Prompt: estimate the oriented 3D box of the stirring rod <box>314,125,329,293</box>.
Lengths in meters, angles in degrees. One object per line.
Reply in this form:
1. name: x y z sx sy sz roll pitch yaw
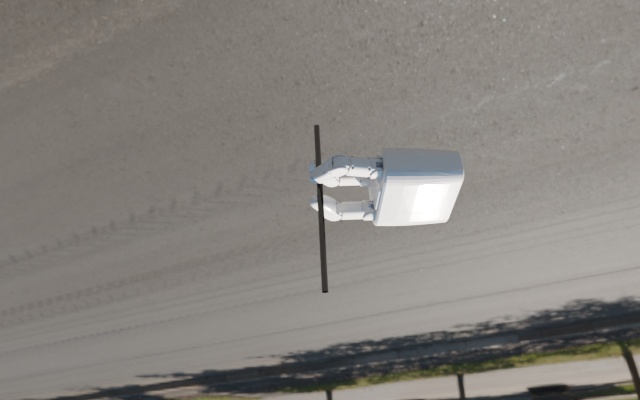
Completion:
1. stirring rod: 0.000 0.002 0.624 0.011 0.239 0.011 -2 -26 -1
